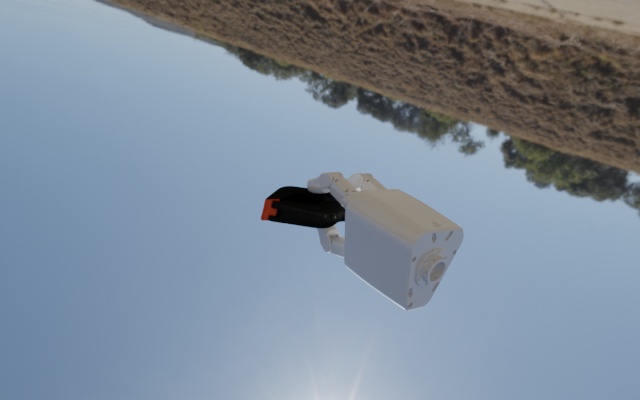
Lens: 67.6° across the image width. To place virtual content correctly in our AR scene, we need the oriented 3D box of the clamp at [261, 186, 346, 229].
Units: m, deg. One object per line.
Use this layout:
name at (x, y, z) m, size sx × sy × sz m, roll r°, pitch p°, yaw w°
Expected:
clamp at (0.000, 0.003, 0.658) m, size 0.210 × 0.036 × 0.164 m, roll -1°, pitch 23°, yaw -40°
